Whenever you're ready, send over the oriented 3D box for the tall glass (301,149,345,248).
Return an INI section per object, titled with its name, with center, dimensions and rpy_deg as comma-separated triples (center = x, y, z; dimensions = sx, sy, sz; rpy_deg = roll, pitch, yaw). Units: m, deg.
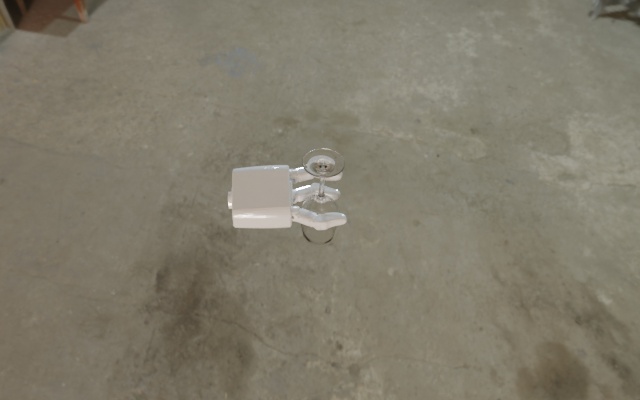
[tall glass]
center = 0.000, 0.002, 0.895
dimensions = 0.079, 0.079, 0.201
rpy_deg = 0, -44, -3
